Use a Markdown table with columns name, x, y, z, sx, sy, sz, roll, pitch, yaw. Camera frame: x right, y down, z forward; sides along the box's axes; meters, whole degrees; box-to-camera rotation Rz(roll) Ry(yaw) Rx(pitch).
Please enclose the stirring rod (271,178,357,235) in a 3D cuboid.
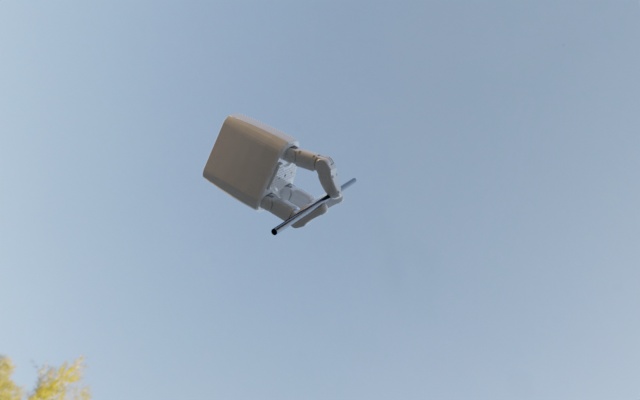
| name | x | y | z | sx | sy | sz | roll | pitch | yaw |
| --- | --- | --- | --- | --- | --- | --- | --- | --- | --- |
| stirring rod | 0.000 | 0.002 | 0.641 | 0.011 | 0.011 | 0.239 | 0 | 16 | 27 |
